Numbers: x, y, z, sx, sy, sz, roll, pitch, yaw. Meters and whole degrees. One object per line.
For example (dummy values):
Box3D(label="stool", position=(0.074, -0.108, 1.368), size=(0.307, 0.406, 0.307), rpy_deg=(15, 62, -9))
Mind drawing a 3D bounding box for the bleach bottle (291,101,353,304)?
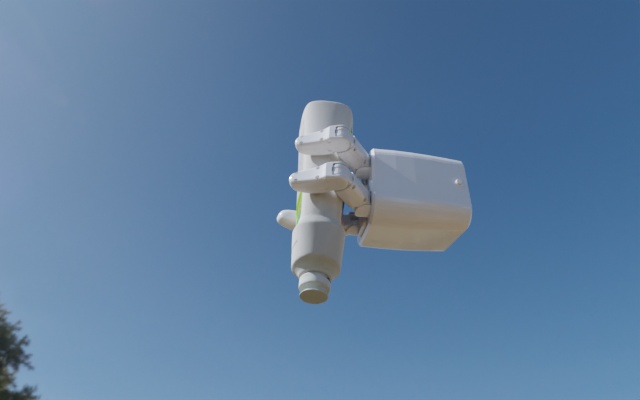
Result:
Box3D(label="bleach bottle", position=(0.000, 0.002, 0.540), size=(0.068, 0.250, 0.103), rpy_deg=(6, -40, -2))
